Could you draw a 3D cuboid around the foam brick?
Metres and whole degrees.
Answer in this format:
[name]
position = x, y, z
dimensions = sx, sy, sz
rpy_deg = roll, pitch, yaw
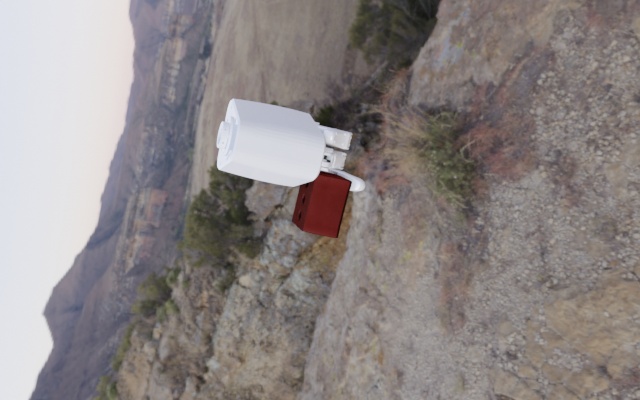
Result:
[foam brick]
position = 0.000, 0.002, 0.623
dimensions = 0.051, 0.078, 0.053
rpy_deg = 10, 9, -22
